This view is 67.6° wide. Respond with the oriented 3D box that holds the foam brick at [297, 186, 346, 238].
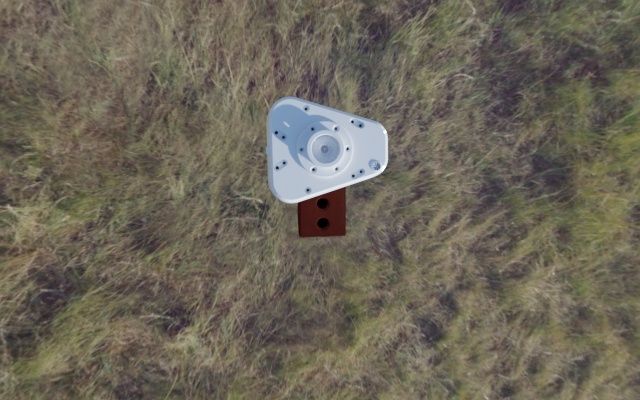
[{"bbox_3d":[0.000,0.002,0.548,0.053,0.078,0.051,-2,4,-5],"label":"foam brick"}]
